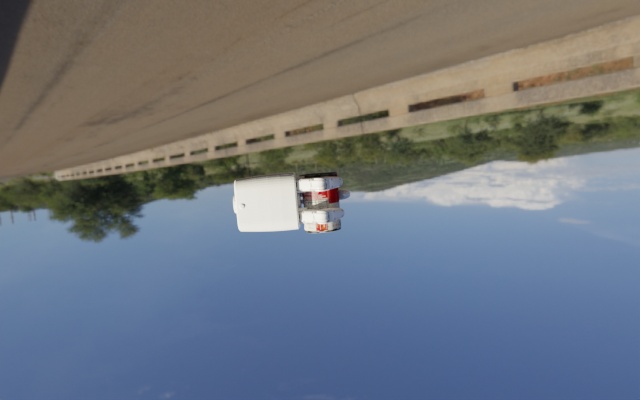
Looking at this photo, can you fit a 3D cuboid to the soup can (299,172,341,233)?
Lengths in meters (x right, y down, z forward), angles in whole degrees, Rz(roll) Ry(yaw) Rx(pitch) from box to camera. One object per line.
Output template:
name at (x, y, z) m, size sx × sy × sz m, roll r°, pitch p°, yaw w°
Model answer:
soup can at (0.001, 0.003, 0.853) m, size 0.068 × 0.102 × 0.068 m, roll -5°, pitch 6°, yaw 0°
